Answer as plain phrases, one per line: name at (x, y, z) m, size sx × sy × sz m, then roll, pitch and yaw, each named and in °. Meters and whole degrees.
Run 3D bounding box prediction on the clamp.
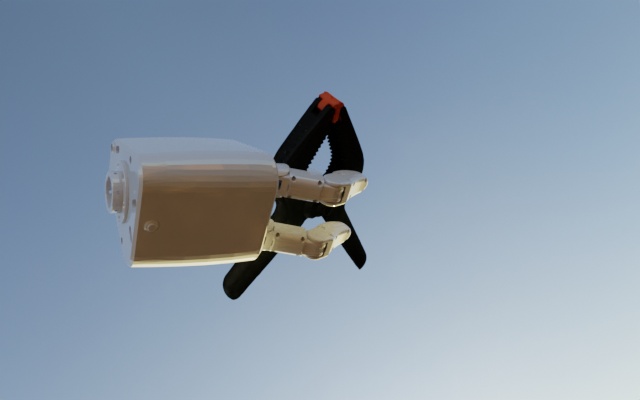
clamp at (0.000, 0.001, 0.462) m, size 0.164 × 0.210 × 0.036 m, roll -2°, pitch 32°, yaw -34°
